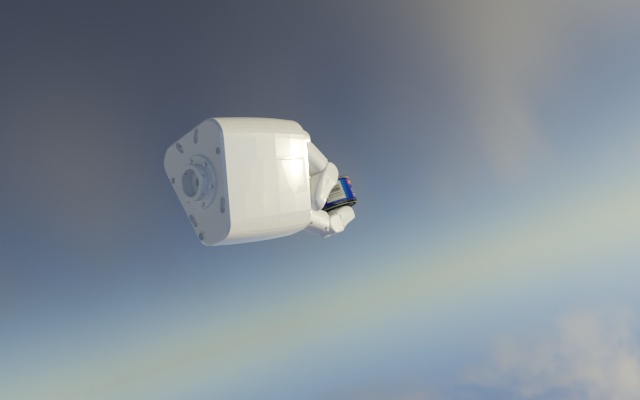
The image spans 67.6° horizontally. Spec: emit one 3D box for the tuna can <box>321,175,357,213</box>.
[{"bbox_3d":[0.000,0.002,0.577,0.086,0.033,0.086,-21,-8,-3],"label":"tuna can"}]
